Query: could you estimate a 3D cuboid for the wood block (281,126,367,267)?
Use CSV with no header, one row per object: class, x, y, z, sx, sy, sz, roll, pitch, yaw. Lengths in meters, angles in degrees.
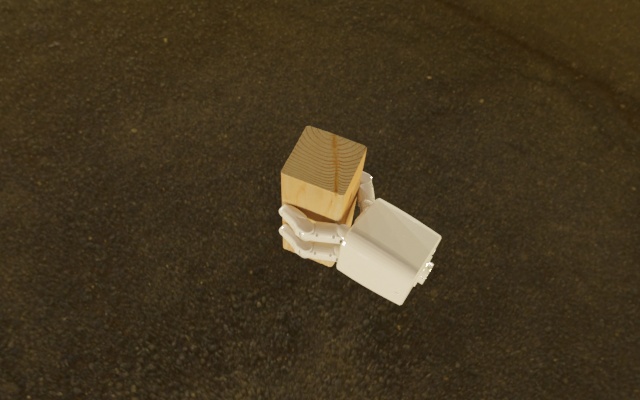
wood block,0.001,0.002,0.704,0.090,0.090,0.206,21,-32,10
